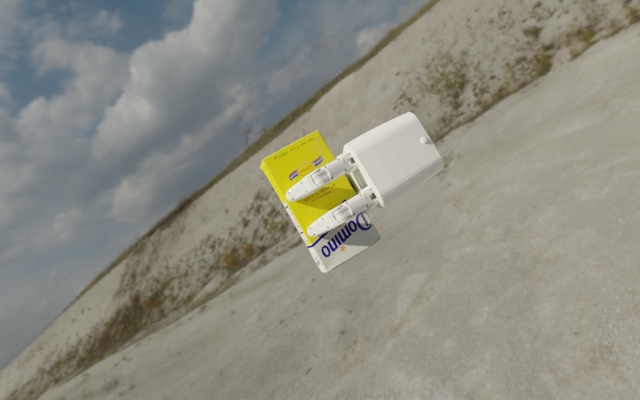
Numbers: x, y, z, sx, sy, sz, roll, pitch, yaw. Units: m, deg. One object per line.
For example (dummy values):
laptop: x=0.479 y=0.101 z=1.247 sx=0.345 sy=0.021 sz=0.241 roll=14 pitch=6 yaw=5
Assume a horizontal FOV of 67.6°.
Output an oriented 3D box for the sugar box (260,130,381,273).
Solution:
sugar box: x=0.000 y=0.002 z=0.662 sx=0.093 sy=0.176 sz=0.048 roll=-31 pitch=-4 yaw=-13
